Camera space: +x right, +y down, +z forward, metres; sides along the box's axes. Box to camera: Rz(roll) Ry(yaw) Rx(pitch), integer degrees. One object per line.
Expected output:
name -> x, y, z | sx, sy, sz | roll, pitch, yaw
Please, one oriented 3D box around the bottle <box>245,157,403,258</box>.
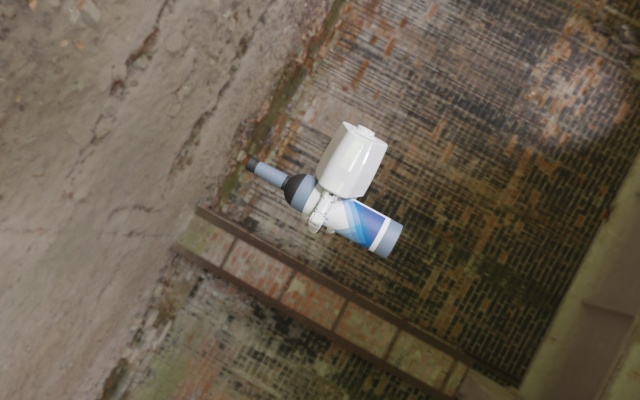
bottle -> 0.000, 0.003, 0.850 | 0.295, 0.069, 0.069 | 29, 2, 4
